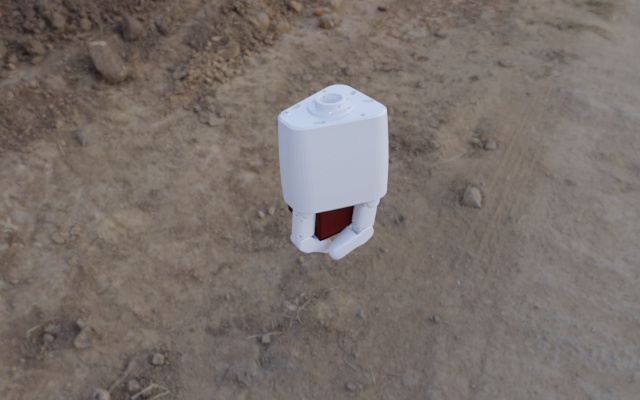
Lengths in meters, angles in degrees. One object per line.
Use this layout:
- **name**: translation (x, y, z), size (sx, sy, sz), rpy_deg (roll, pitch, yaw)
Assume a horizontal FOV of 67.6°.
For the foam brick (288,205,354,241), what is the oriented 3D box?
- **foam brick**: translation (0.000, 0.002, 0.588), size (0.053, 0.051, 0.078), rpy_deg (-23, 41, -25)
